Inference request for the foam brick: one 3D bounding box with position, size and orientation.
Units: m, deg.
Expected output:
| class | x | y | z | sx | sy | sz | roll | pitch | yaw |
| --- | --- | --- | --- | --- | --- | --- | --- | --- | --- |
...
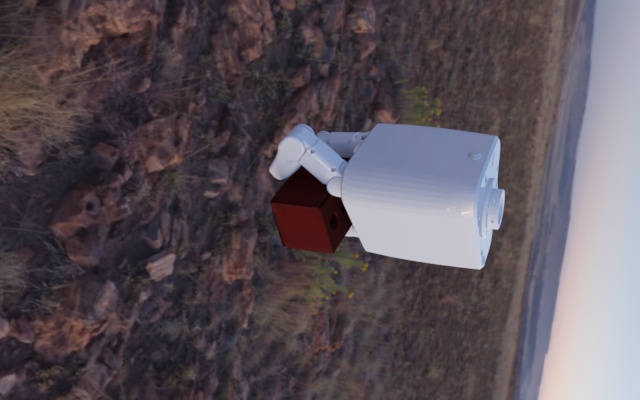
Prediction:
| class | x | y | z | sx | sy | sz | roll | pitch | yaw |
| --- | --- | --- | --- | --- | --- | --- | --- | --- | --- |
| foam brick | 0.000 | 0.002 | 0.430 | 0.051 | 0.053 | 0.078 | 8 | 41 | 28 |
